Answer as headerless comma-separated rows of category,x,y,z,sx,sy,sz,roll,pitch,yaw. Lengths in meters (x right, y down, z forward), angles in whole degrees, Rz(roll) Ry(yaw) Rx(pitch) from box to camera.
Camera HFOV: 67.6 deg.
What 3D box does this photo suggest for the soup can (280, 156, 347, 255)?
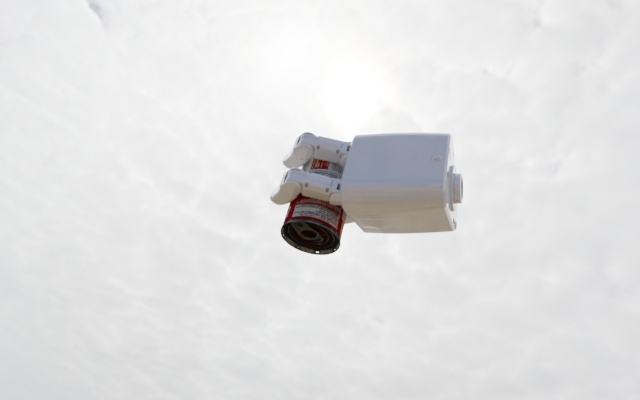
soup can,0.000,0.002,0.550,0.068,0.102,0.069,11,-35,8
